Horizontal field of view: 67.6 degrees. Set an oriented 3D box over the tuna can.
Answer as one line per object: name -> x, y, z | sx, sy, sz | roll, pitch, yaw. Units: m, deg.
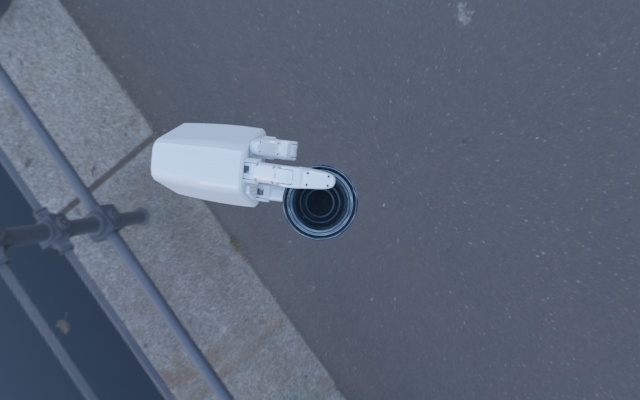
tuna can -> 0.000, 0.002, 0.542 | 0.086, 0.086, 0.034 | 0, 3, 3
